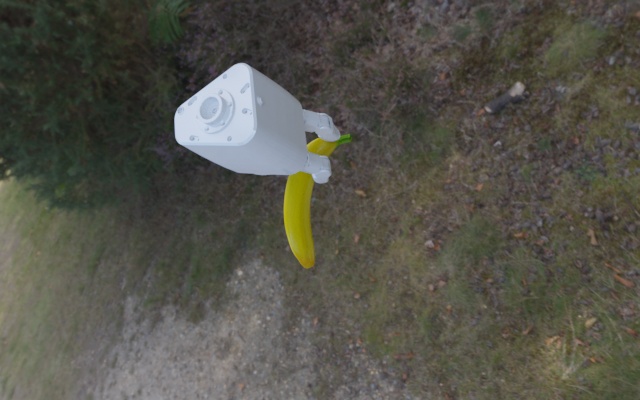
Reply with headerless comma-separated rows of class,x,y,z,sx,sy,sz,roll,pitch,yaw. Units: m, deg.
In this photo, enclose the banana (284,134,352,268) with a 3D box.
banana,-0.017,-0.006,0.665,0.069,0.198,0.037,17,2,7
